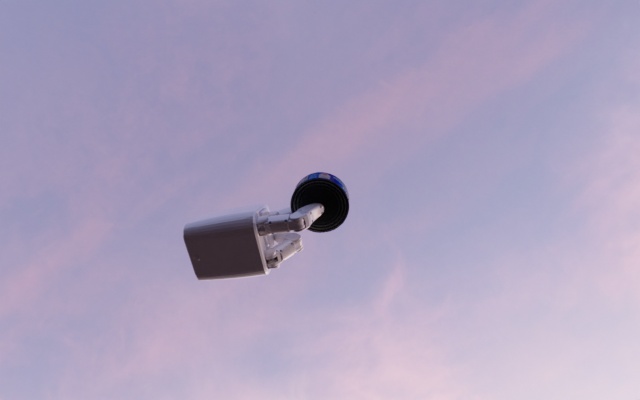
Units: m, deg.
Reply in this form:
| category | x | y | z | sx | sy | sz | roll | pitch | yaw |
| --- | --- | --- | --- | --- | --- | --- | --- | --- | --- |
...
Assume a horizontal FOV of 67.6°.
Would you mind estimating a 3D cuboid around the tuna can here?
| category | x | y | z | sx | sy | sz | roll | pitch | yaw |
| --- | --- | --- | --- | --- | --- | --- | --- | --- | --- |
| tuna can | 0.000 | 0.002 | 0.705 | 0.086 | 0.086 | 0.033 | 0 | 22 | 5 |
